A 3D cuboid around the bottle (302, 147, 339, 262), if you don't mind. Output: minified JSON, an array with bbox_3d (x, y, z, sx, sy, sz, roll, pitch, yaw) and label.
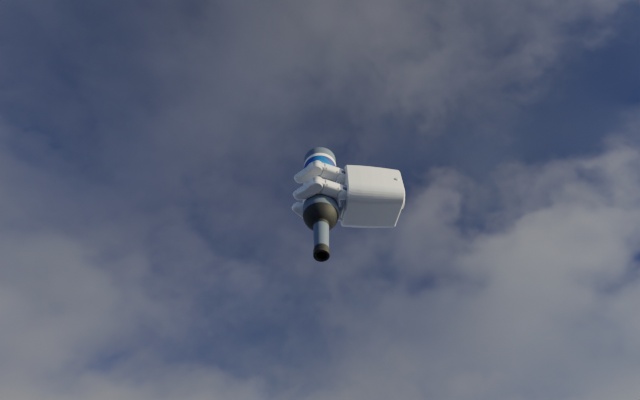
[{"bbox_3d":[0.000,0.003,0.895,0.069,0.069,0.295,0,37,-1],"label":"bottle"}]
